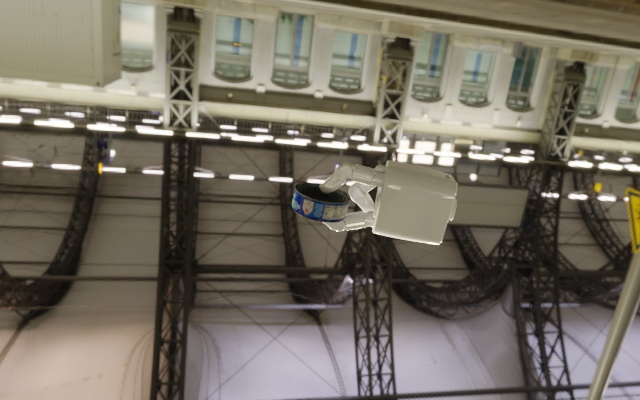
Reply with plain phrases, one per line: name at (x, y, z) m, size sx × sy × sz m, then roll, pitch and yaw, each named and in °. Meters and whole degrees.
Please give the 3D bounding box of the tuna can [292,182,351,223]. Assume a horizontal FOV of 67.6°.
tuna can at (0.000, 0.003, 0.724) m, size 0.086 × 0.034 × 0.086 m, roll 12°, pitch 18°, yaw -4°
